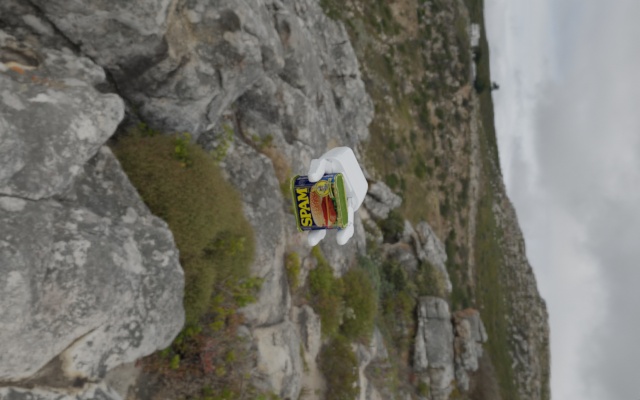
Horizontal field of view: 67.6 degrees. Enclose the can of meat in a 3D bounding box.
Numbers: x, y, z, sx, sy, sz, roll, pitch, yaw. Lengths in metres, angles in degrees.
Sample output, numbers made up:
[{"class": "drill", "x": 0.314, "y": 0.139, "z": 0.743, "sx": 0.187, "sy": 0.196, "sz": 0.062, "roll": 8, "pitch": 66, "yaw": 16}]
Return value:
[{"class": "can of meat", "x": 0.000, "y": 0.003, "z": 0.837, "sx": 0.084, "sy": 0.102, "sz": 0.057, "roll": -4, "pitch": 14, "yaw": 18}]
